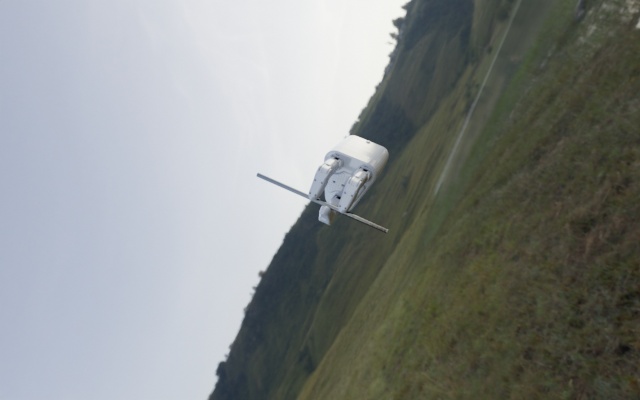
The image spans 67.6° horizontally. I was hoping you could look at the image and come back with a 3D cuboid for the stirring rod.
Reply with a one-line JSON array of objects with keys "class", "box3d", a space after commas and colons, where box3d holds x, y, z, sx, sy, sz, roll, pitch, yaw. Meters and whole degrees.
[{"class": "stirring rod", "box3d": [0.000, 0.003, 0.792, 0.239, 0.011, 0.011, 24, 5, 12]}]
